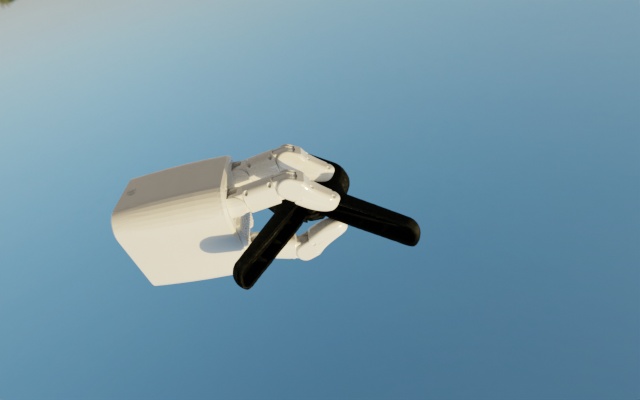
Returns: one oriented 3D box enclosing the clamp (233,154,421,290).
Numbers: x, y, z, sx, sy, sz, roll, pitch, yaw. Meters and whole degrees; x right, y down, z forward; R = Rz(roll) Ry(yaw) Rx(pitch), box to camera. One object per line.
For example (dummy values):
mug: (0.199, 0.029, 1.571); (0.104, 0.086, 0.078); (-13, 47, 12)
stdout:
clamp: (0.000, 0.002, 0.482); (0.164, 0.036, 0.209); (-9, 32, 1)
